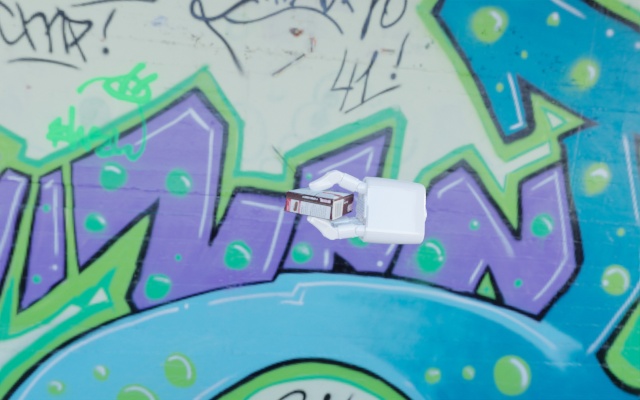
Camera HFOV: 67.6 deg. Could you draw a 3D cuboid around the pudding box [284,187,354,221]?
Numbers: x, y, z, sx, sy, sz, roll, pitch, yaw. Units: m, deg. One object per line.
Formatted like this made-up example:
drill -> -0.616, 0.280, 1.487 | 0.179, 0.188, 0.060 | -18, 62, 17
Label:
pudding box -> 0.000, 0.003, 0.834 | 0.090, 0.039, 0.113 | 9, 8, 20
